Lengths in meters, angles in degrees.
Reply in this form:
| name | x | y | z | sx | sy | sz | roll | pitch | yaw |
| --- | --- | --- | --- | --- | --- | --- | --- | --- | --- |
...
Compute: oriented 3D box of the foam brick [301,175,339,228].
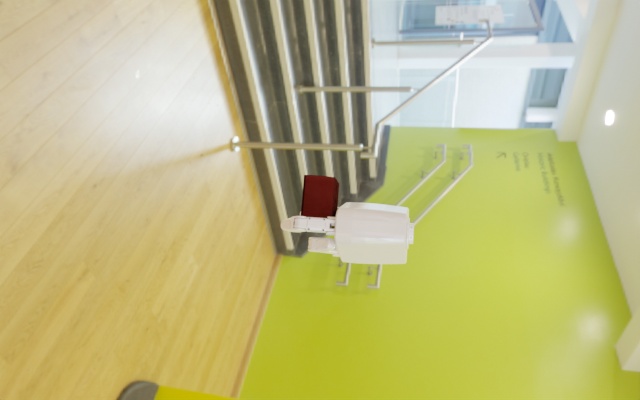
| name | x | y | z | sx | sy | sz | roll | pitch | yaw |
| --- | --- | --- | --- | --- | --- | --- | --- | --- | --- |
| foam brick | 0.000 | 0.002 | 0.774 | 0.051 | 0.078 | 0.053 | 2 | -10 | 11 |
